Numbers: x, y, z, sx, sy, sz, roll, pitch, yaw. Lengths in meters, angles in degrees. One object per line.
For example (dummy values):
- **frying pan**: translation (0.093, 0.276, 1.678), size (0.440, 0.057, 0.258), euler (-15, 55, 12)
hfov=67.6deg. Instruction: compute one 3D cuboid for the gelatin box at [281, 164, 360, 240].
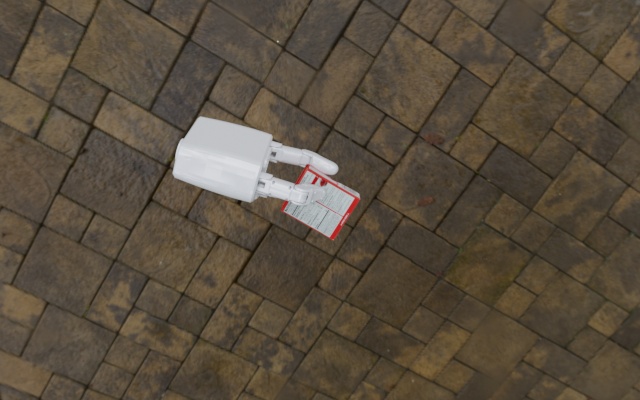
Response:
- **gelatin box**: translation (0.000, 0.002, 0.673), size (0.089, 0.073, 0.030), euler (30, 15, -6)
